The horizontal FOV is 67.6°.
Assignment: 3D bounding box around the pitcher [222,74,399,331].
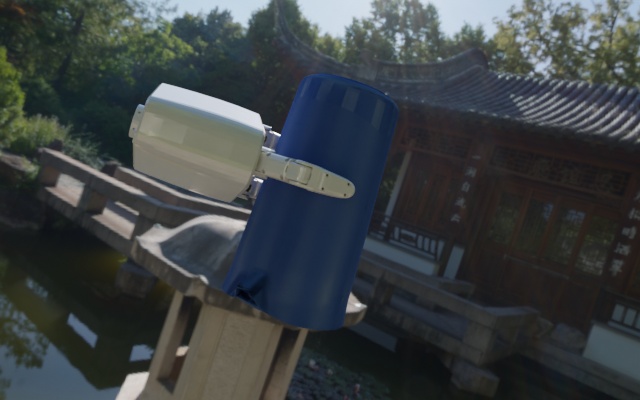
[{"bbox_3d":[0.000,0.002,0.510,0.145,0.243,0.149,18,1,-16],"label":"pitcher"}]
